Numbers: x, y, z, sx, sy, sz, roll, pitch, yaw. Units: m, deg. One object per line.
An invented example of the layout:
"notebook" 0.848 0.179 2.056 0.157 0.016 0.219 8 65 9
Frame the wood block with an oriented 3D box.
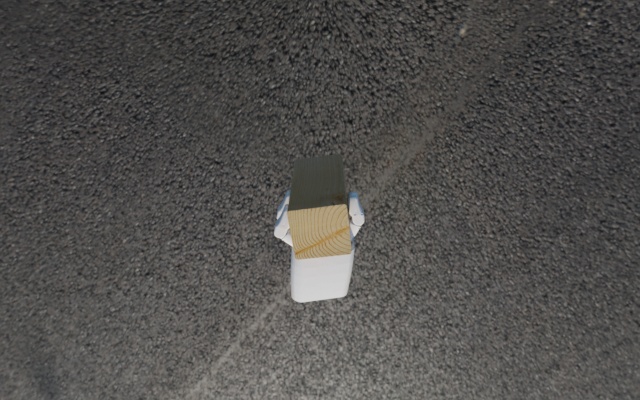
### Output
"wood block" 0.000 0.003 0.808 0.091 0.090 0.206 -6 26 3
